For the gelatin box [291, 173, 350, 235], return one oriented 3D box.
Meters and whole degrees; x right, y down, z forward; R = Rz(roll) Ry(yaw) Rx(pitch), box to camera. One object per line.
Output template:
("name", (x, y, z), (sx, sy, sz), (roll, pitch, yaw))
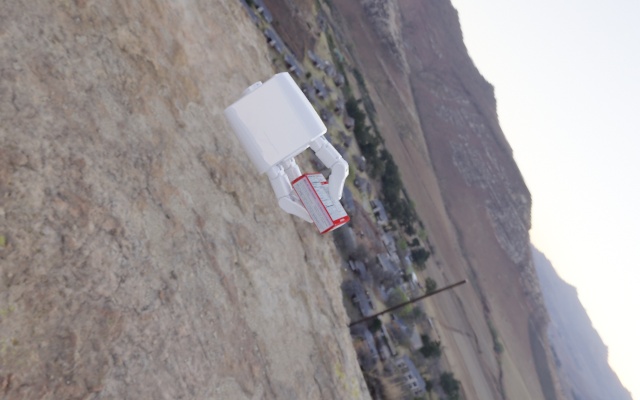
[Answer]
("gelatin box", (0.001, 0.002, 0.709), (0.030, 0.089, 0.073), (-34, -7, 19))
